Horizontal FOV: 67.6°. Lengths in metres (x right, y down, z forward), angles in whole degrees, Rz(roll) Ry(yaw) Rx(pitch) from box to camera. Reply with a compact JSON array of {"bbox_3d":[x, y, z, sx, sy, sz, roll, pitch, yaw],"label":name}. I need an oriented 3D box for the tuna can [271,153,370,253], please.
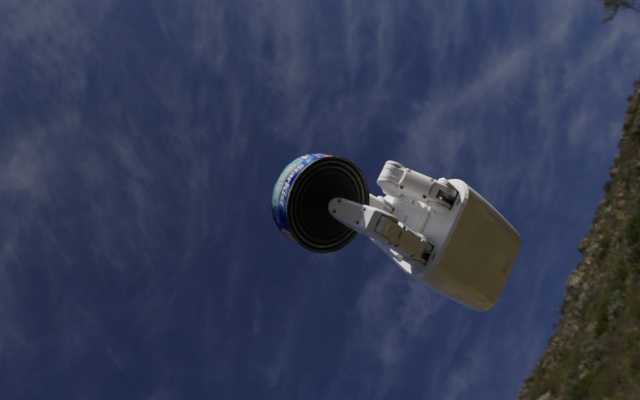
[{"bbox_3d":[0.000,0.001,0.425,0.086,0.086,0.033,0,11,-33],"label":"tuna can"}]
